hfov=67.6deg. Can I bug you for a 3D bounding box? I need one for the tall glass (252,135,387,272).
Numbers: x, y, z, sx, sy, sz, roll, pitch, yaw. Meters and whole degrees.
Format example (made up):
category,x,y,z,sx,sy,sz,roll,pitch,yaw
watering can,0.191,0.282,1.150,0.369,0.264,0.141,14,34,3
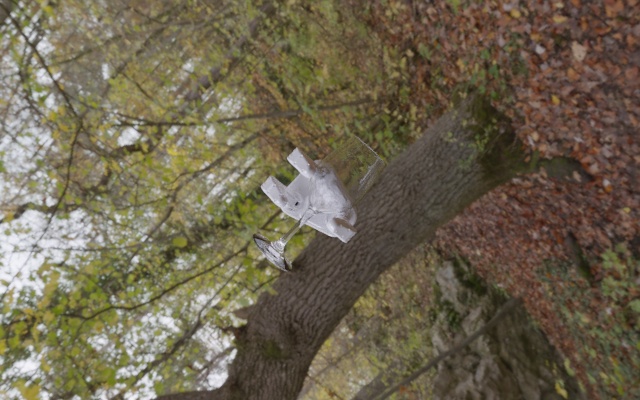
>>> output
category,x,y,z,sx,sy,sz,roll,pitch,yaw
tall glass,0.000,0.003,0.663,0.079,0.201,0.079,43,7,-6
